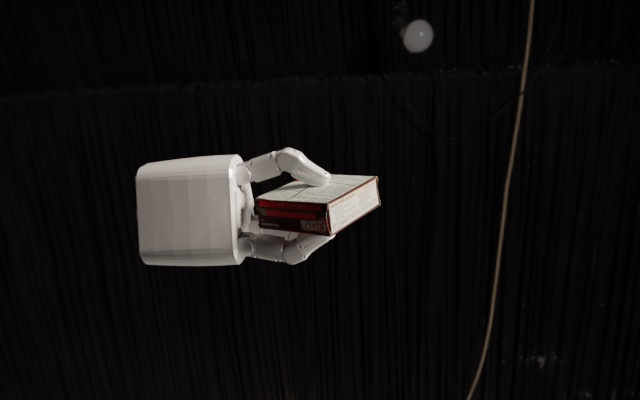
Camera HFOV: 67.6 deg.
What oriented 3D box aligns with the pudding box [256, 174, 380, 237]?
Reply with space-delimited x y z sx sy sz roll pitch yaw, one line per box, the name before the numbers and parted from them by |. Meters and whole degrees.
pudding box | 0.000 0.002 0.513 0.090 0.039 0.113 5 21 32
